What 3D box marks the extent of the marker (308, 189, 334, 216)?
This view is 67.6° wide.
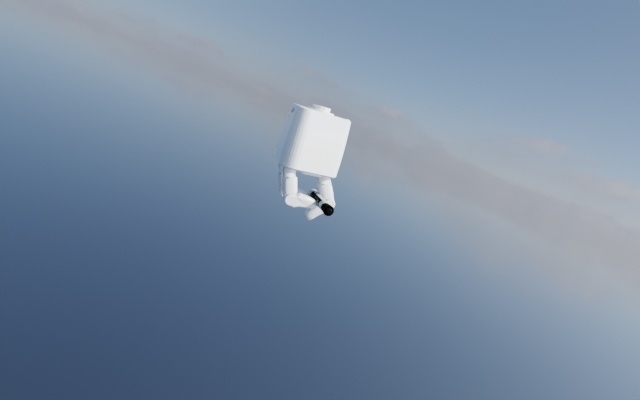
[{"bbox_3d":[0.000,0.003,0.844,0.020,0.020,0.121,0,15,-15],"label":"marker"}]
